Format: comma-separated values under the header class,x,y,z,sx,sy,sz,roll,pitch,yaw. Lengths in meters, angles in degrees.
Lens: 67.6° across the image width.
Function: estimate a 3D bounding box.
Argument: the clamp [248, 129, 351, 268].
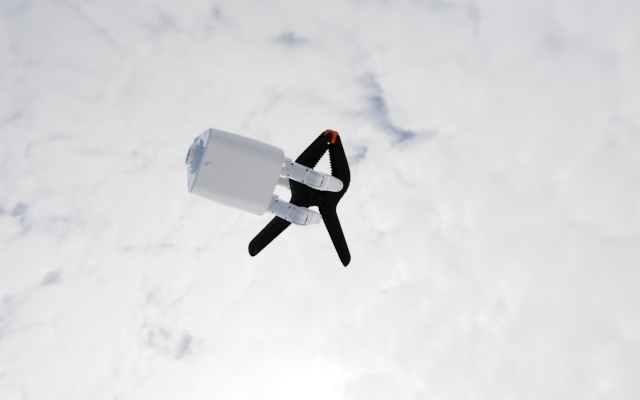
class,x,y,z,sx,sy,sz,roll,pitch,yaw
clamp,0.000,0.002,0.705,0.164,0.210,0.036,17,8,-26
